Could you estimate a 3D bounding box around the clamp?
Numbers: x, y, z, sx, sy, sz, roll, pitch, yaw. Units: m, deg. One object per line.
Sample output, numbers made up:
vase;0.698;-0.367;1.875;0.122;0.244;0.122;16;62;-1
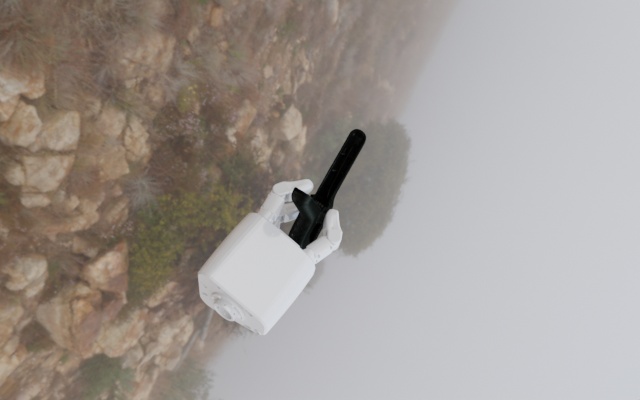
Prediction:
clamp;0.001;0.003;0.682;0.036;0.164;0.210;33;-35;12
